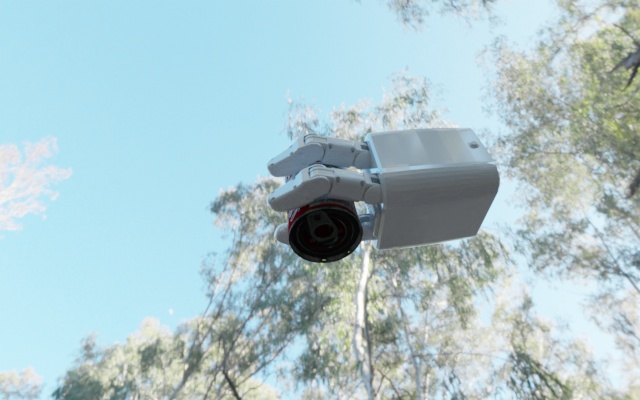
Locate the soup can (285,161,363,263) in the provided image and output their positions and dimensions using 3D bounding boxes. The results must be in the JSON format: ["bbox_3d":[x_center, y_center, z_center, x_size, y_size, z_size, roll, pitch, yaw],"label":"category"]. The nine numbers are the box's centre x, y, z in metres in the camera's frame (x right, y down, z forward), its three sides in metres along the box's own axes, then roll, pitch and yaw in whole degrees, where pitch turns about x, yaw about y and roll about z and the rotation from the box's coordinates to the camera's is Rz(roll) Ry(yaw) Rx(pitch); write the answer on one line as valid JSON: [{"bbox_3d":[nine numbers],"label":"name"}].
[{"bbox_3d":[0.000,0.001,0.471,0.068,0.069,0.102,0,38,-7],"label":"soup can"}]
